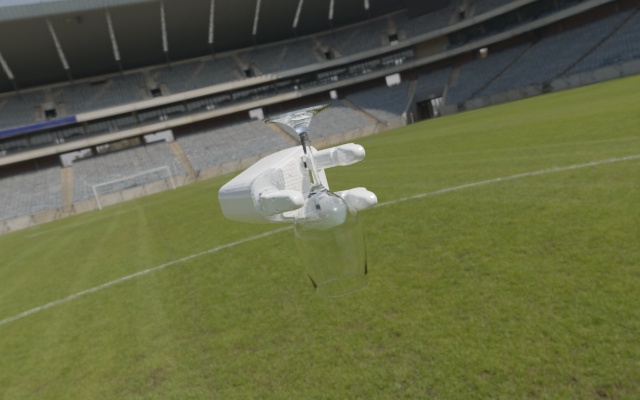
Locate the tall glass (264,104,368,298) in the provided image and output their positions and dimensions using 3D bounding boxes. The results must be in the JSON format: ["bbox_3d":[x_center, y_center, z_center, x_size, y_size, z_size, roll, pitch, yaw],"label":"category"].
[{"bbox_3d":[0.000,0.001,0.526,0.079,0.201,0.079,-14,8,2],"label":"tall glass"}]
